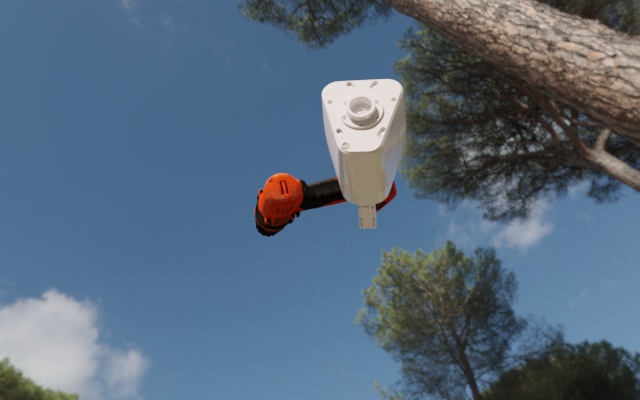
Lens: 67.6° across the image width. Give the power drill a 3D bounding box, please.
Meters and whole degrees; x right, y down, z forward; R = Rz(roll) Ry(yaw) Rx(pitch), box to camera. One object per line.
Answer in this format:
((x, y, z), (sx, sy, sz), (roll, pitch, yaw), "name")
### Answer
((0.001, 0.002, 0.679), (0.187, 0.057, 0.184), (-12, -13, -16), "power drill")
